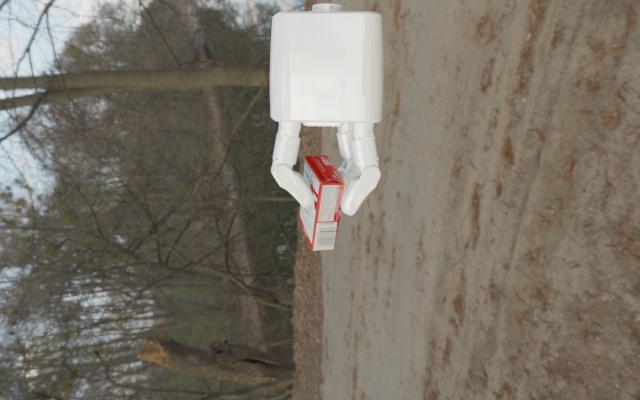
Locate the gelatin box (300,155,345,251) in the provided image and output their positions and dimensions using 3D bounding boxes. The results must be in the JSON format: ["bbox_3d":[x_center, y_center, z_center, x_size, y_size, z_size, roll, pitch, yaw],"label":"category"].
[{"bbox_3d":[0.000,0.002,0.551,0.030,0.089,0.073,-1,28,-16],"label":"gelatin box"}]
